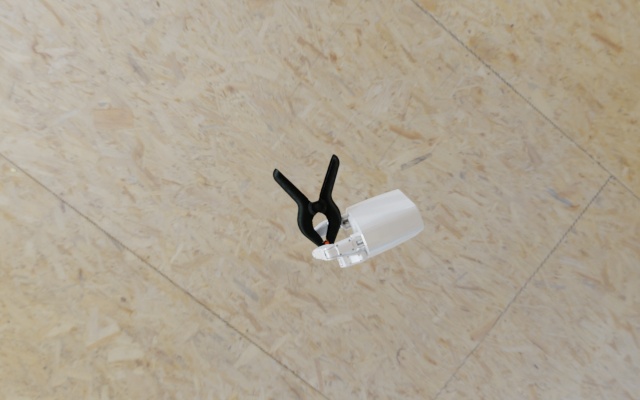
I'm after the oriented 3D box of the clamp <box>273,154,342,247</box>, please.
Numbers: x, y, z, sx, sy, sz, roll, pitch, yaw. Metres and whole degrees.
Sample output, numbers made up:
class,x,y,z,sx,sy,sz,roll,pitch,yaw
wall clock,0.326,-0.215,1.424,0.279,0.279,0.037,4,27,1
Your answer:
class,x,y,z,sx,sy,sz,roll,pitch,yaw
clamp,0.000,0.003,0.845,0.120,0.171,0.039,-23,5,-2
